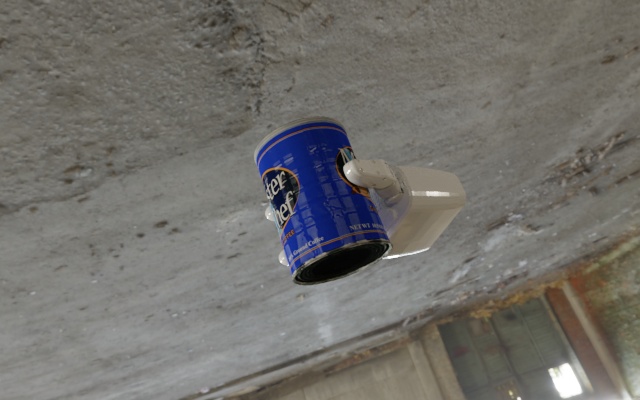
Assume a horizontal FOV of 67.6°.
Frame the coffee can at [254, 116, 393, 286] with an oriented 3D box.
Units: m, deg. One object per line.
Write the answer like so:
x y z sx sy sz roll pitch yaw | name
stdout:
0.000 0.001 0.486 0.103 0.140 0.103 -17 -23 -7 | coffee can
